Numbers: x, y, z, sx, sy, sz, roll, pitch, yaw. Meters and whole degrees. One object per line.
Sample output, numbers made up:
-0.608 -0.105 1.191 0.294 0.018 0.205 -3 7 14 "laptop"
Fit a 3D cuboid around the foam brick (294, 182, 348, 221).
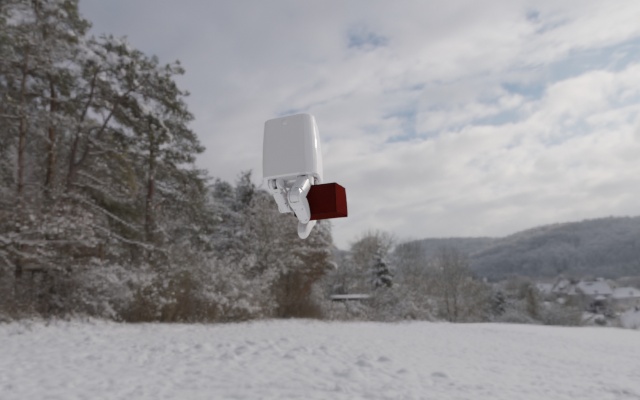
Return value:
0.000 0.003 0.797 0.078 0.051 0.053 -6 -13 22 "foam brick"
